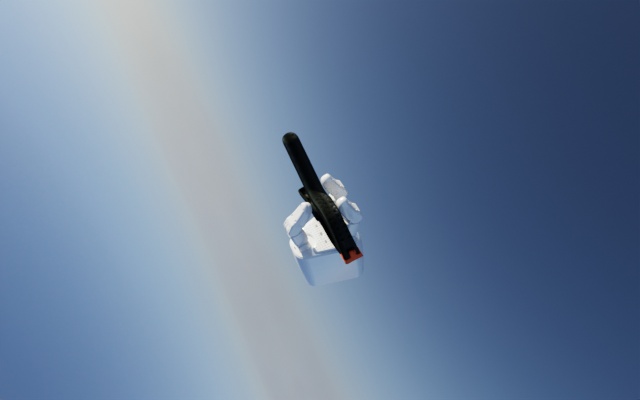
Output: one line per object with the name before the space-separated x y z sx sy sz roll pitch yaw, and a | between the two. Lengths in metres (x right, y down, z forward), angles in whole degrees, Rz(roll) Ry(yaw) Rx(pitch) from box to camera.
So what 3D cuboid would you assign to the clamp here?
clamp | 0.000 0.003 0.729 0.036 0.210 0.165 -27 -38 -7
